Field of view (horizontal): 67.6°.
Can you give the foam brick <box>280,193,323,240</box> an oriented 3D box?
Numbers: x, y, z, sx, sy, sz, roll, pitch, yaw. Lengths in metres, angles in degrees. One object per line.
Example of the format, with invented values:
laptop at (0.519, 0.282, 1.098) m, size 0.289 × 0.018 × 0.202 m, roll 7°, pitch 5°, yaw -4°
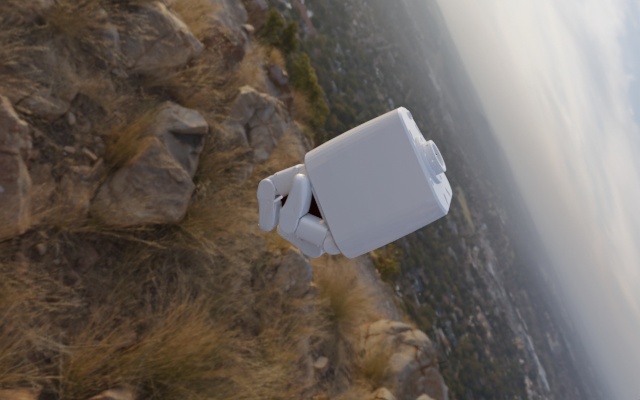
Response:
foam brick at (0.000, 0.002, 0.535) m, size 0.051 × 0.053 × 0.078 m, roll -27°, pitch 6°, yaw 23°
